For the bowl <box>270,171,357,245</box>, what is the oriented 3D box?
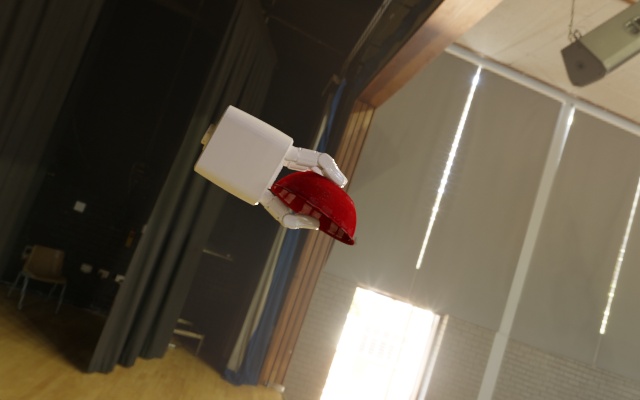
[{"bbox_3d":[0.001,0.003,0.746,0.162,0.055,0.162,35,-11,8],"label":"bowl"}]
